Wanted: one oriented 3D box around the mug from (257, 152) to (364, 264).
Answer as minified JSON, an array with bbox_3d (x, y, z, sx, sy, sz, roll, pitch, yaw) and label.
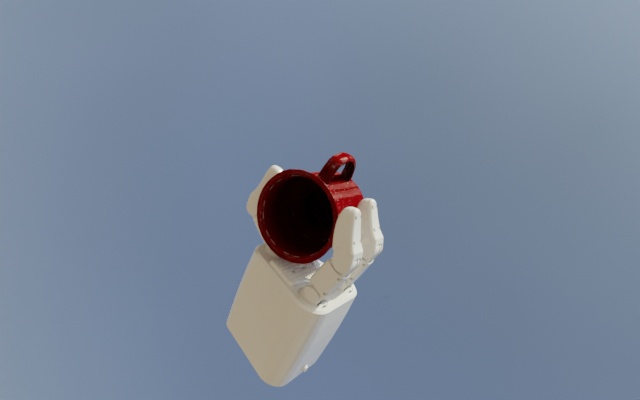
[{"bbox_3d":[0.001,0.000,0.492,0.093,0.117,0.081,35,22,21],"label":"mug"}]
